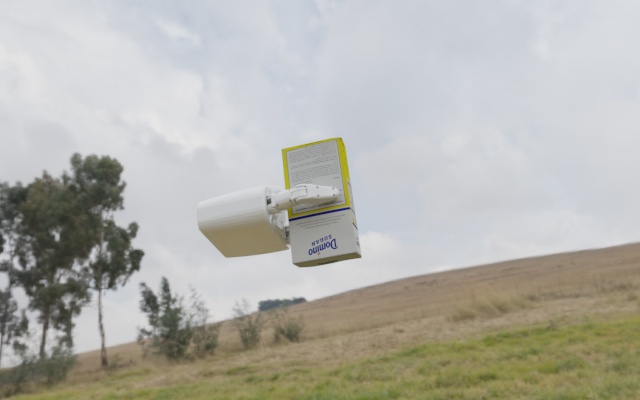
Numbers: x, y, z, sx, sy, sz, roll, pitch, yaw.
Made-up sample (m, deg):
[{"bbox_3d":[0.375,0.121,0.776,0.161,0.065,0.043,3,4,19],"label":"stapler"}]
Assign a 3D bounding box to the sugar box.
[{"bbox_3d":[0.000,0.002,0.683,0.093,0.176,0.048,-11,-18,13],"label":"sugar box"}]
